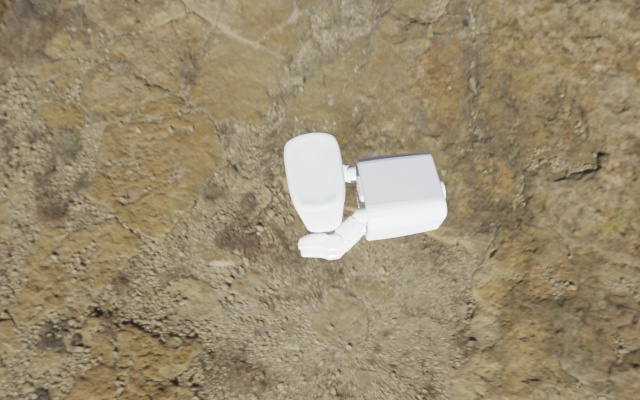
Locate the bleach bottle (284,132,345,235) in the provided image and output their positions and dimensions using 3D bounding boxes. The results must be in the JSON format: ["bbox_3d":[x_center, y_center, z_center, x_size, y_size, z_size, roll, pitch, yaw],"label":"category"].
[{"bbox_3d":[0.000,0.002,0.671,0.068,0.102,0.251,-9,-17,1],"label":"bleach bottle"}]
